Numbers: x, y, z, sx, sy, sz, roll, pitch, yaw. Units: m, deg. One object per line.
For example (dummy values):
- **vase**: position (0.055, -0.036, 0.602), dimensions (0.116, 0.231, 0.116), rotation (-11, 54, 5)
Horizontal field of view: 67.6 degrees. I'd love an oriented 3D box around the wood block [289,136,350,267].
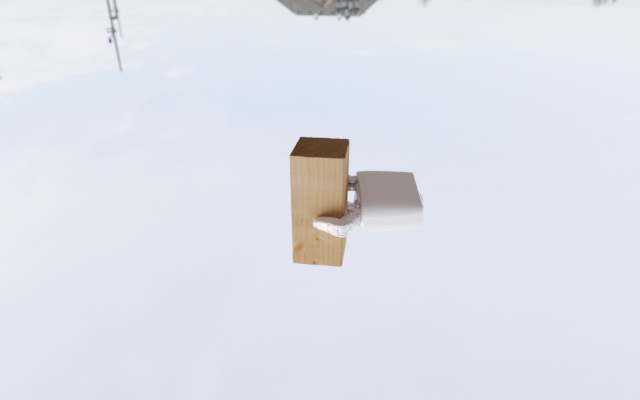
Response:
- **wood block**: position (0.000, 0.003, 0.828), dimensions (0.090, 0.206, 0.090), rotation (4, 28, 7)
